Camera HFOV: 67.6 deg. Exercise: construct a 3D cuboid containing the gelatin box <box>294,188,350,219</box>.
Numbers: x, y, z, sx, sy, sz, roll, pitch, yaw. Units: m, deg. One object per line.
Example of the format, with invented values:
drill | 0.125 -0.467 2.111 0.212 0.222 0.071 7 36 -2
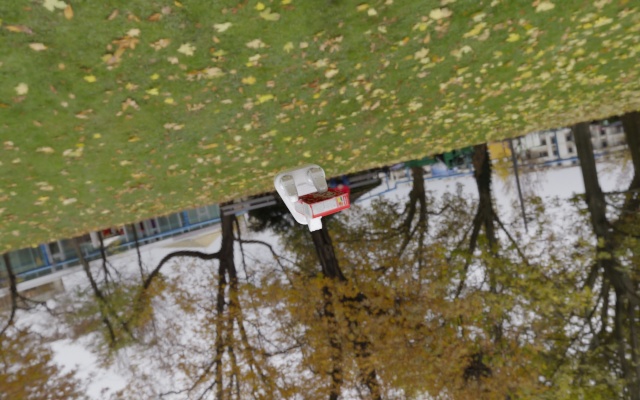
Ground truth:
gelatin box | 0.000 0.003 0.841 0.073 0.030 0.089 -16 14 -20
